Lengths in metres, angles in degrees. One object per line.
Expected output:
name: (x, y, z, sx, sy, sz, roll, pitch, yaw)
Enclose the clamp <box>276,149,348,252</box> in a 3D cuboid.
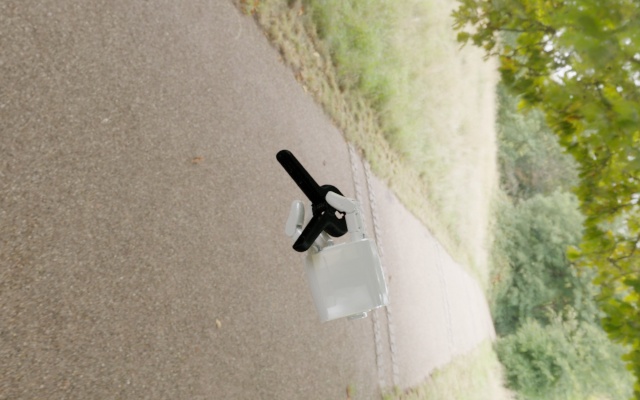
clamp: (0.001, 0.003, 0.797, 0.036, 0.164, 0.210, -20, -13, 28)
